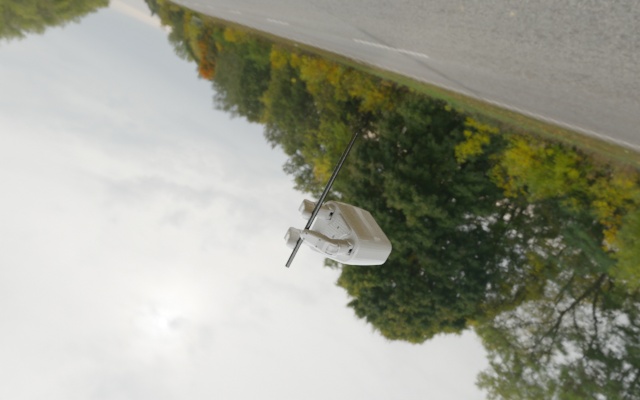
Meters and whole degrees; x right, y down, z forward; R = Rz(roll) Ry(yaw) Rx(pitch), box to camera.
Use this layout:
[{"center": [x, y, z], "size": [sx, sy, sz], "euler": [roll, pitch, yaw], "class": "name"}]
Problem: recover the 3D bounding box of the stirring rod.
[{"center": [0.000, 0.002, 0.743], "size": [0.011, 0.239, 0.011], "euler": [26, 13, -6], "class": "stirring rod"}]
